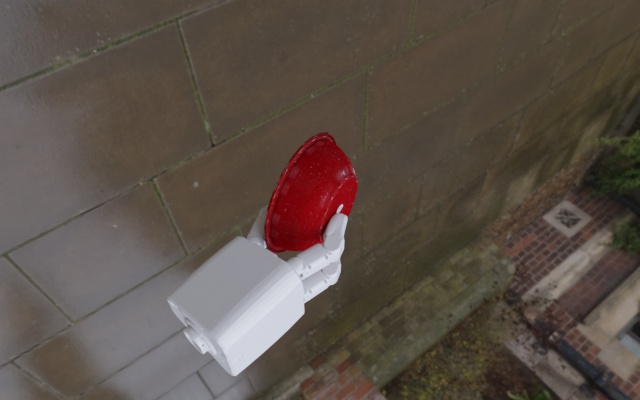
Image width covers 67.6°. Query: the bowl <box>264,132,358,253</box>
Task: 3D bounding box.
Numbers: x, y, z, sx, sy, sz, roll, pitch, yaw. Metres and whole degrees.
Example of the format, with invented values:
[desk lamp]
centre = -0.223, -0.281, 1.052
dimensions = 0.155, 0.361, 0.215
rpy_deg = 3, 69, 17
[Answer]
[bowl]
centre = 0.001, 0.001, 0.583
dimensions = 0.055, 0.162, 0.162
rpy_deg = 25, 9, 20
